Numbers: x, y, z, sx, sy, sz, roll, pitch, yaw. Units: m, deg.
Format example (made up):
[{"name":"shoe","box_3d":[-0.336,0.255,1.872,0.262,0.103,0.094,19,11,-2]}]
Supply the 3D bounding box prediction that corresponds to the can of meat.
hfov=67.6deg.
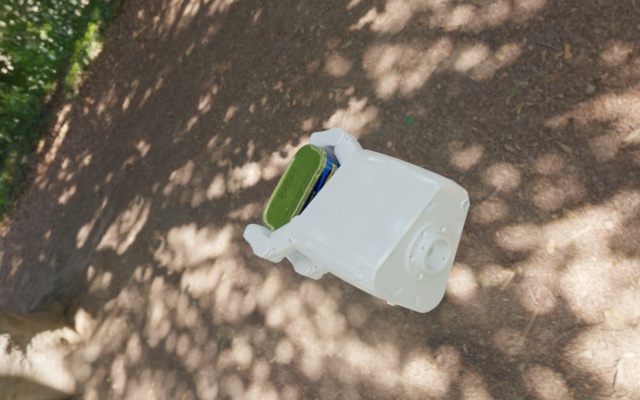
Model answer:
[{"name":"can of meat","box_3d":[0.000,0.001,0.498,0.084,0.102,0.057,26,3,-39]}]
